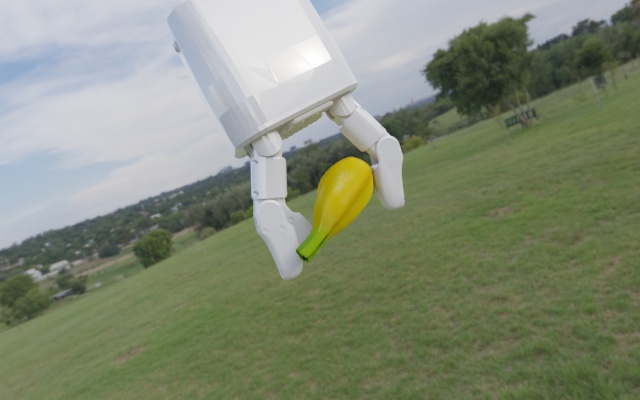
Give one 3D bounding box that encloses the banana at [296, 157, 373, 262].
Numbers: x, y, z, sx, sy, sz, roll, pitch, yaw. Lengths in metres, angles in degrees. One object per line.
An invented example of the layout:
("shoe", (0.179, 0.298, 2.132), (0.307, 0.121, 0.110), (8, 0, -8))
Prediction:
("banana", (0.014, -0.009, 0.405), (0.069, 0.037, 0.197), (-37, 5, 12))
